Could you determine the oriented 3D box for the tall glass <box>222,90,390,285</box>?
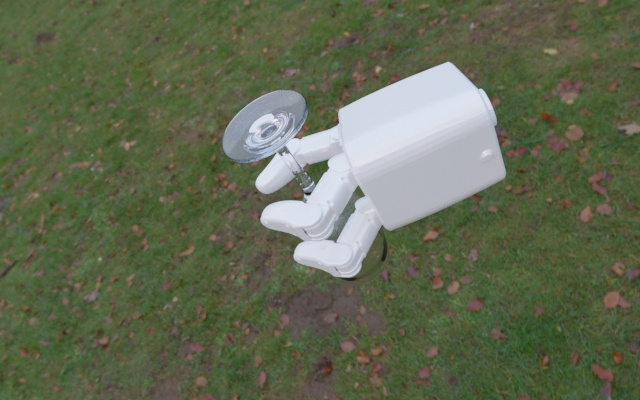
[{"bbox_3d":[0.000,0.001,0.426,0.079,0.079,0.201,0,-37,32],"label":"tall glass"}]
